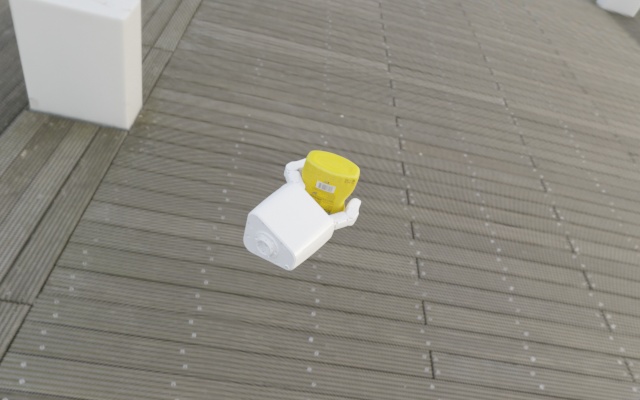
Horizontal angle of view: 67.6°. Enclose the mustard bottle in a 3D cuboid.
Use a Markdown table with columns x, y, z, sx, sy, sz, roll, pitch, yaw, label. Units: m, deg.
| x | y | z | sx | sy | sz | roll | pitch | yaw | label |
| --- | --- | --- | --- | --- | --- | --- | --- | --- | --- |
| 0.000 | 0.002 | 0.876 | 0.096 | 0.192 | 0.058 | 19 | 43 | 0 | mustard bottle |
